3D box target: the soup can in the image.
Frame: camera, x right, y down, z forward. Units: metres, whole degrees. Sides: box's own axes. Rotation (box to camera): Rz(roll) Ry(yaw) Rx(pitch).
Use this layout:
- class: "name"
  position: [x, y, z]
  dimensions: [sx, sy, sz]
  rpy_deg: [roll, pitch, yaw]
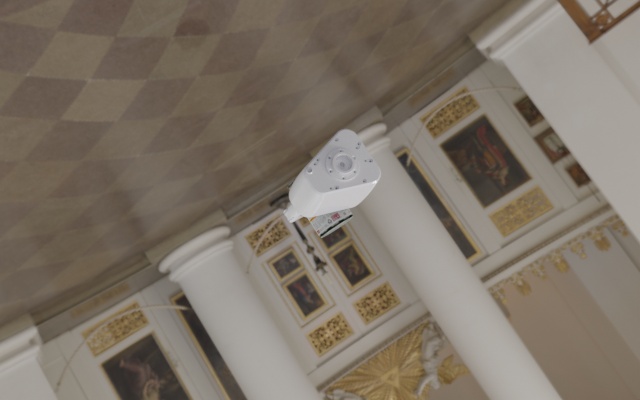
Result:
- class: "soup can"
  position: [0.000, 0.003, 0.801]
  dimensions: [0.068, 0.102, 0.068]
  rpy_deg: [-33, -8, -5]
